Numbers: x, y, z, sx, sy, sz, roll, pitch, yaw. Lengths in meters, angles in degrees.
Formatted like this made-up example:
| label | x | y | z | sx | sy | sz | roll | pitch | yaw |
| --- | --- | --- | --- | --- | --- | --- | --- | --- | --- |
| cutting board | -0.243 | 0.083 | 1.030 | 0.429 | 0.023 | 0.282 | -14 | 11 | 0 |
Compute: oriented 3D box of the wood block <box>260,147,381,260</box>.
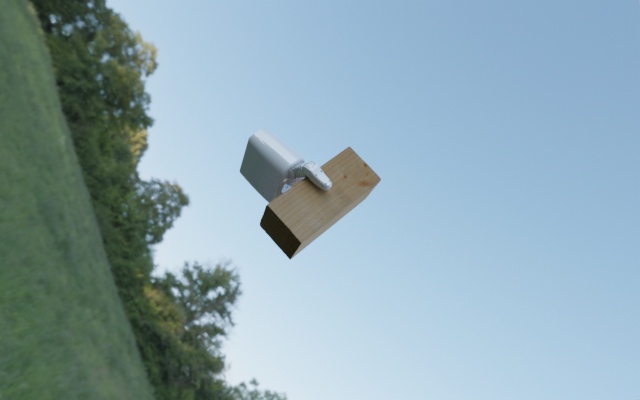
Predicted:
| label | x | y | z | sx | sy | sz | roll | pitch | yaw |
| --- | --- | --- | --- | --- | --- | --- | --- | --- | --- |
| wood block | 0.000 | 0.002 | 0.873 | 0.206 | 0.090 | 0.091 | -38 | -11 | -28 |
